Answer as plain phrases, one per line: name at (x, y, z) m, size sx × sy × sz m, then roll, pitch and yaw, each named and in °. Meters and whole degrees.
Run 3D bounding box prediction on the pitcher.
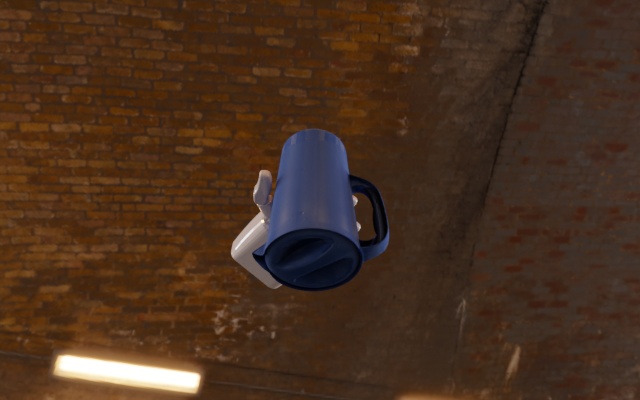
pitcher at (0.000, 0.002, 0.715) m, size 0.149 × 0.242 × 0.145 m, roll 28°, pitch -52°, yaw -24°
